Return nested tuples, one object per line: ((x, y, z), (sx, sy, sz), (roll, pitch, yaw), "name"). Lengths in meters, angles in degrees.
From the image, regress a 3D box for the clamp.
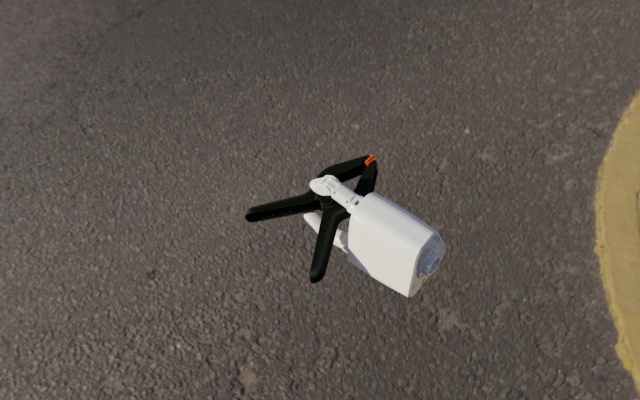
((0.000, 0.002, 0.706), (0.164, 0.210, 0.036), (32, -21, 29), "clamp")
